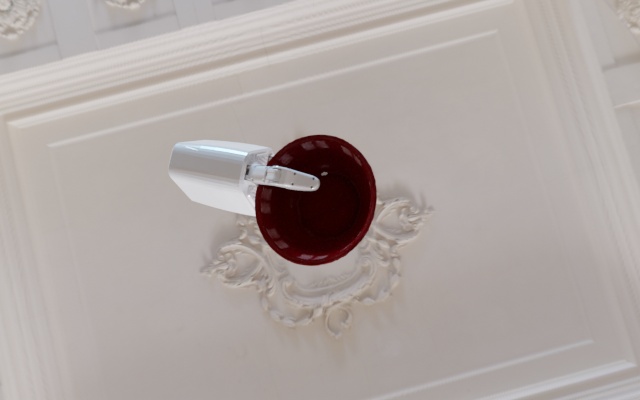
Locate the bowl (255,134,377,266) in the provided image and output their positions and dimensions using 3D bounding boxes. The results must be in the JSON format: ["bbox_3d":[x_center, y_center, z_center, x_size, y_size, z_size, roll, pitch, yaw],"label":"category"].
[{"bbox_3d":[0.001,0.003,0.600,0.162,0.162,0.055,0,-9,23],"label":"bowl"}]
